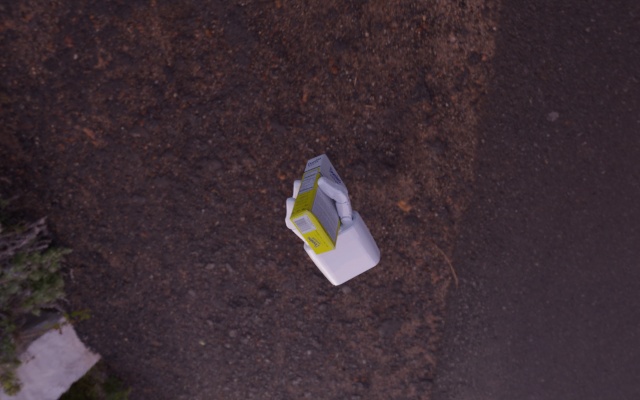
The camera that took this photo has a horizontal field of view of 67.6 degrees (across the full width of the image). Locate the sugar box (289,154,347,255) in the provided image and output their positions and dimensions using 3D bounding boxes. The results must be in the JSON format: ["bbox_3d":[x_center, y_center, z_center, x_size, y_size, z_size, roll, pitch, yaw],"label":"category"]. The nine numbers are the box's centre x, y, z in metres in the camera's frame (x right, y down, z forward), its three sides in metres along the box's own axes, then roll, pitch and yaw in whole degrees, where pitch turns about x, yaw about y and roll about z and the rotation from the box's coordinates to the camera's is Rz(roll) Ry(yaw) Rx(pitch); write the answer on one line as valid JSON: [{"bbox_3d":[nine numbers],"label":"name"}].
[{"bbox_3d":[0.000,0.003,0.863,0.048,0.093,0.176,-21,30,22],"label":"sugar box"}]
